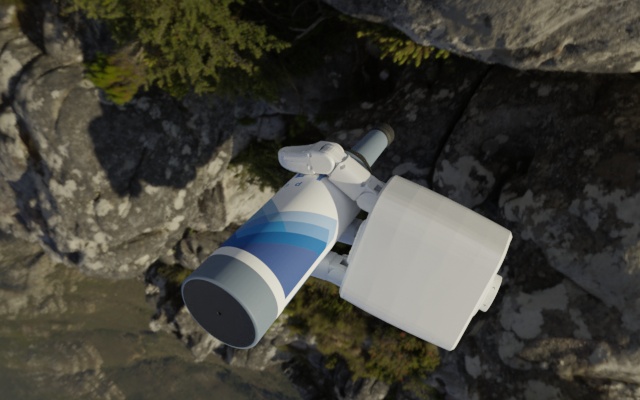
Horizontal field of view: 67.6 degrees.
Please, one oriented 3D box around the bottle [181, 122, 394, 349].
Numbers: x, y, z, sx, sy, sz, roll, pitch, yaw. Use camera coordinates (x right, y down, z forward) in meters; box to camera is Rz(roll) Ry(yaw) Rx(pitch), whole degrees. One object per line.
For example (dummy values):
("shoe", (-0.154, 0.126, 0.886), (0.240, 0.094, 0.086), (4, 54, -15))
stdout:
("bottle", (0.000, 0.001, 0.432), (0.069, 0.069, 0.295), (0, 31, 34))
